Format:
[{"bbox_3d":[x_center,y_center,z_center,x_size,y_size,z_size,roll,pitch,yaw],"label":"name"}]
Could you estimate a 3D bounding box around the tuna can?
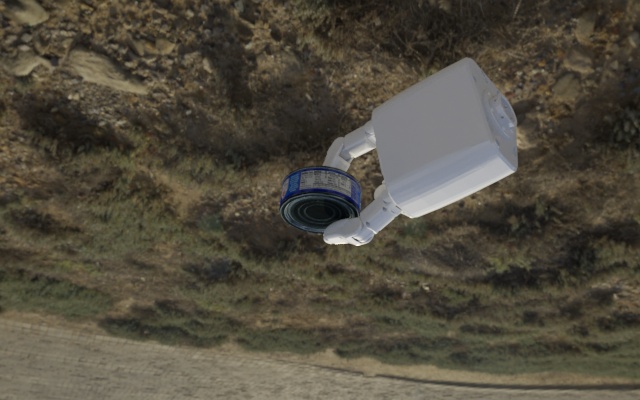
[{"bbox_3d":[0.000,0.002,0.503,0.086,0.033,0.086,3,-32,2],"label":"tuna can"}]
